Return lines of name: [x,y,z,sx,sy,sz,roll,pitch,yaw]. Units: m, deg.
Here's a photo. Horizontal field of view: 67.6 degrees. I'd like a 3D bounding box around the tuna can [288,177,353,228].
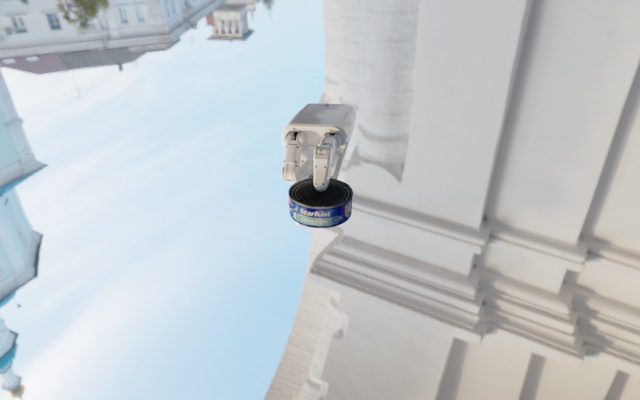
tuna can: [0.000,0.003,0.636,0.086,0.034,0.086,0,28,0]
